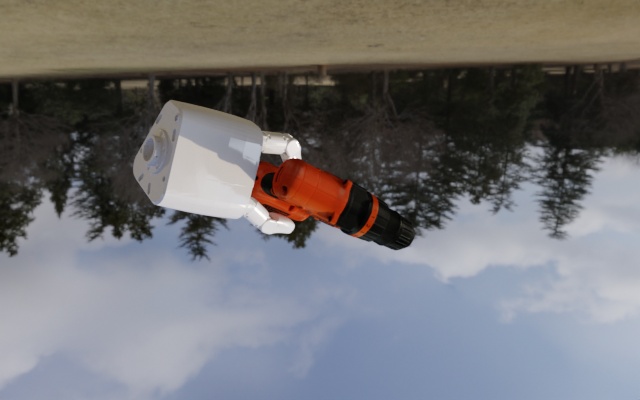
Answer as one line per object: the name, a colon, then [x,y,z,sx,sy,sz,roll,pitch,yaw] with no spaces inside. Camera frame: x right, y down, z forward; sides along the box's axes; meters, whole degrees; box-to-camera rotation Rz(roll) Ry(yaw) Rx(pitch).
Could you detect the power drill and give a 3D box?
power drill: [0.000,0.002,0.576,0.184,0.057,0.187,28,-10,-28]
